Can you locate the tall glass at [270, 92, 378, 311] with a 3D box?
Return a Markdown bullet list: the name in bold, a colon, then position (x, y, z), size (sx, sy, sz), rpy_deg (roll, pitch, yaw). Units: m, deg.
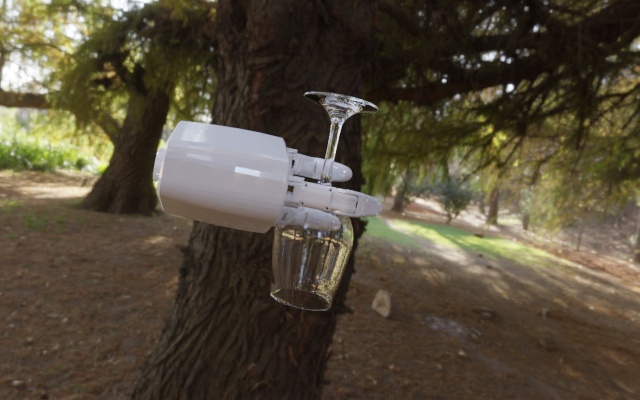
- **tall glass**: position (0.000, 0.001, 0.469), size (0.079, 0.201, 0.079), rpy_deg (11, 2, 0)
